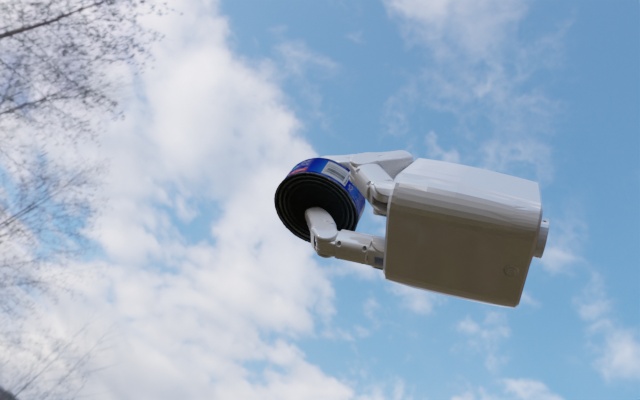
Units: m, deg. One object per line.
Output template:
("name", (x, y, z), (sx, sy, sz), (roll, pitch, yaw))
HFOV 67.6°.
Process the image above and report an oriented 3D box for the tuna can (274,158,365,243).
("tuna can", (0.000, 0.001, 0.470), (0.086, 0.086, 0.033), (0, 34, 25))
